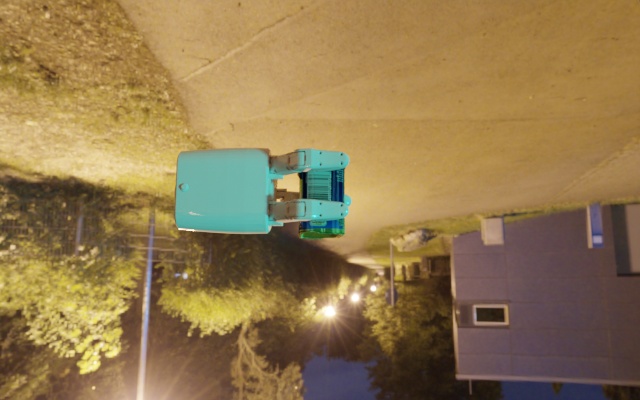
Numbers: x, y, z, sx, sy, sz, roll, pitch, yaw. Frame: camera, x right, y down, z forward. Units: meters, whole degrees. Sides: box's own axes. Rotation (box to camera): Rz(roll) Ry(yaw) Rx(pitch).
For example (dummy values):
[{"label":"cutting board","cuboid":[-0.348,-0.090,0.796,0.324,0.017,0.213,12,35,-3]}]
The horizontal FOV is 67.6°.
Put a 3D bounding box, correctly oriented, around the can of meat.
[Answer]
[{"label":"can of meat","cuboid":[0.000,0.002,0.574,0.057,0.084,0.102,1,-8,-3]}]
